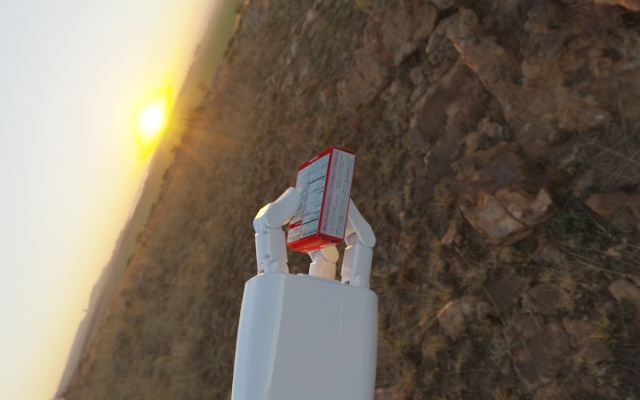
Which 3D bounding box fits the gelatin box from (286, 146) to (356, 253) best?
[{"bbox_3d":[0.000,0.001,0.455,0.030,0.089,0.073,16,-18,-23],"label":"gelatin box"}]
